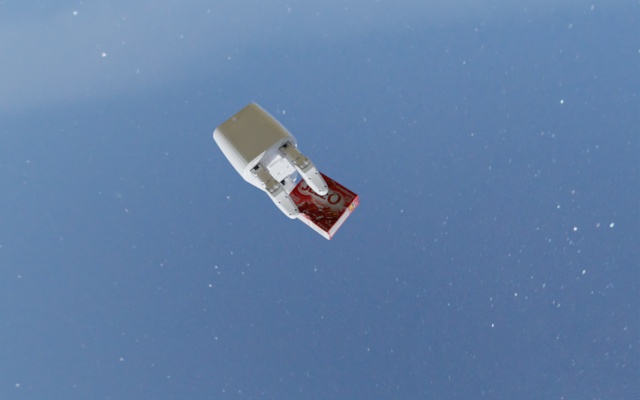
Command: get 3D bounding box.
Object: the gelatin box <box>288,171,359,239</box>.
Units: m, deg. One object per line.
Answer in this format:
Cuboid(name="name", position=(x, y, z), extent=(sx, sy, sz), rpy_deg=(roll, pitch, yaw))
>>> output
Cuboid(name="gelatin box", position=(0.000, 0.003, 0.702), extent=(0.089, 0.073, 0.030), rpy_deg=(34, -17, 23))
